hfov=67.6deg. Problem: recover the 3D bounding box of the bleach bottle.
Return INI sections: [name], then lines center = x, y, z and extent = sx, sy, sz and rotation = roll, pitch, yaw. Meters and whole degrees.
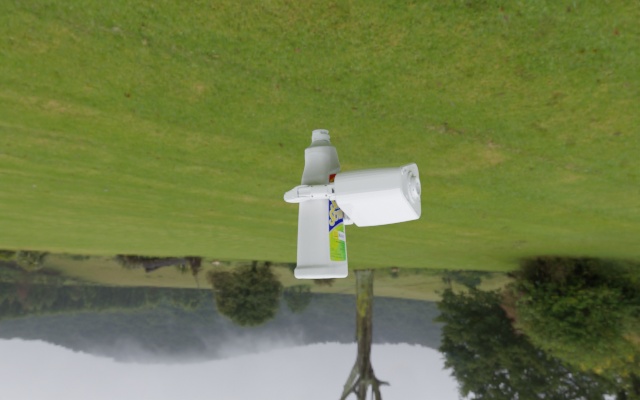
[bleach bottle]
center = 0.000, 0.003, 0.801
extent = 0.068, 0.250, 0.102
rotation = -7, -11, 26
